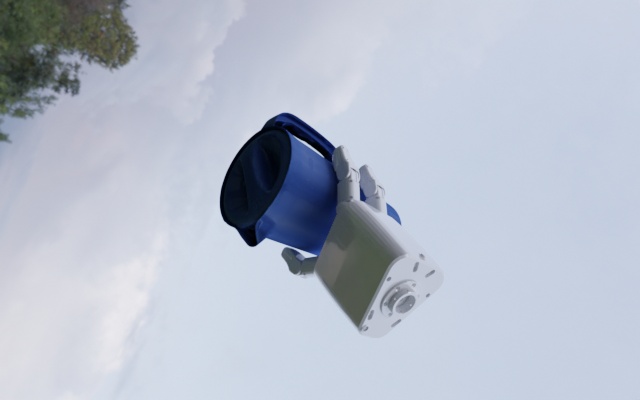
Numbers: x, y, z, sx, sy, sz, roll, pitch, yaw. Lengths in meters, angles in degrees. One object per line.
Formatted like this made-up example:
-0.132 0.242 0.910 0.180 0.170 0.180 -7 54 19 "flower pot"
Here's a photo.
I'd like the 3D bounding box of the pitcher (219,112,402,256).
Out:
0.000 0.002 0.643 0.243 0.149 0.145 28 12 -39 "pitcher"
